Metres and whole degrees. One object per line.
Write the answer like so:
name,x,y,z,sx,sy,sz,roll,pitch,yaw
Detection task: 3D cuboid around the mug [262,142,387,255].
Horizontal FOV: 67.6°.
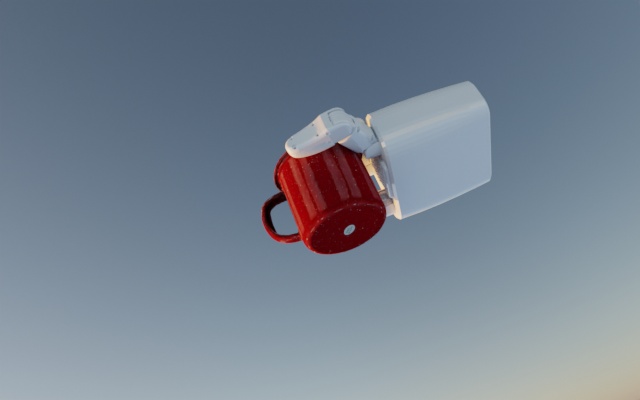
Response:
mug,-0.001,0.002,0.451,0.117,0.081,0.093,-23,-34,0
